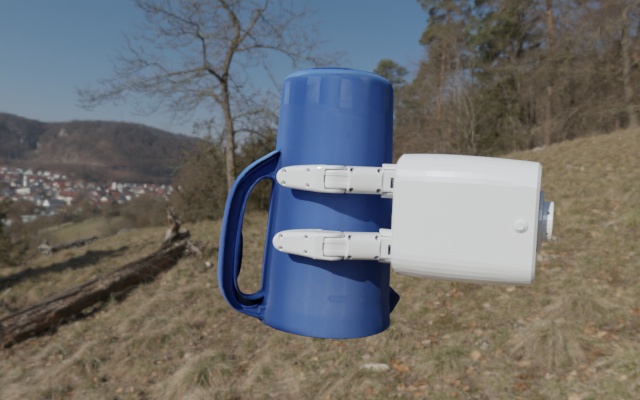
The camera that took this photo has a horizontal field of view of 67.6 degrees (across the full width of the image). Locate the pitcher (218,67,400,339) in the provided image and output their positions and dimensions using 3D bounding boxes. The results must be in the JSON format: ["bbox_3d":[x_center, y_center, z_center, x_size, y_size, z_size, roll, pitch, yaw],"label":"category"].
[{"bbox_3d":[0.000,0.002,0.465,0.145,0.243,0.149,4,3,25],"label":"pitcher"}]
